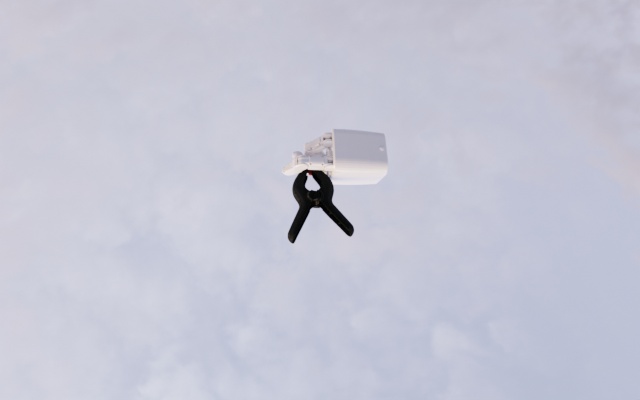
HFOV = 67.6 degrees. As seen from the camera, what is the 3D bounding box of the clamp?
[{"bbox_3d":[0.000,0.003,0.893,0.120,0.171,0.039,4,-28,-9],"label":"clamp"}]
